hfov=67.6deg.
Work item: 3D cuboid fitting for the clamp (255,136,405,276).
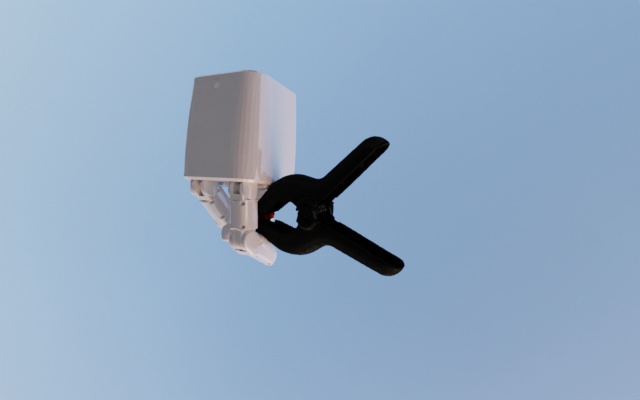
[{"bbox_3d":[0.000,0.002,0.450,0.171,0.120,0.039,4,1,32],"label":"clamp"}]
